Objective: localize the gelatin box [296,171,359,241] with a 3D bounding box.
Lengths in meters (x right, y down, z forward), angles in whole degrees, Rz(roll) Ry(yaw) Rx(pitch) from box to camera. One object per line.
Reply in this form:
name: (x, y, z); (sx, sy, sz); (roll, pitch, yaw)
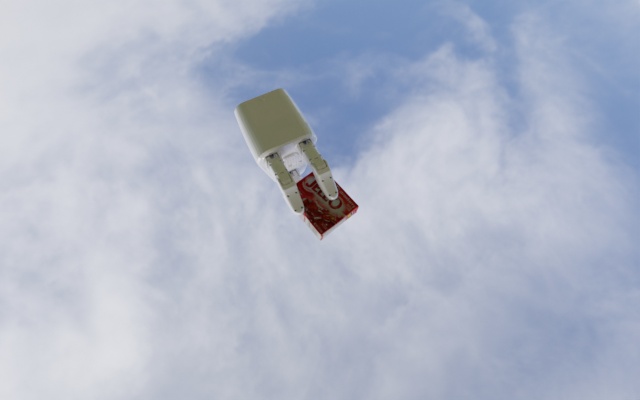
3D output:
gelatin box: (0.000, 0.003, 0.707); (0.073, 0.089, 0.030); (-37, -16, -17)
